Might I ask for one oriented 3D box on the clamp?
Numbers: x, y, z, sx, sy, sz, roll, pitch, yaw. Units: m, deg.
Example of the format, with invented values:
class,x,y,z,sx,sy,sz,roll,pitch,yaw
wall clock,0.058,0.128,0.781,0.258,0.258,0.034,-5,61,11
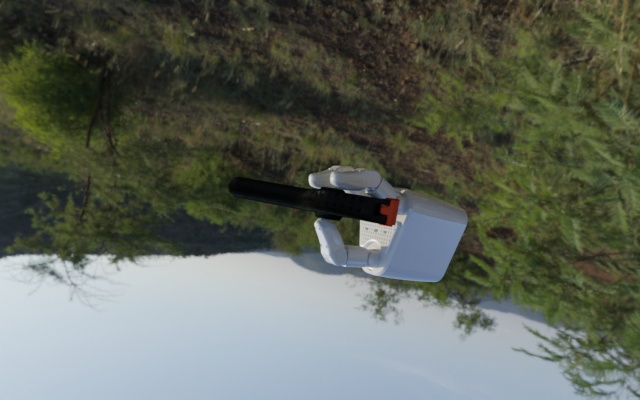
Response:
class,x,y,z,sx,sy,sz,roll,pitch,yaw
clamp,0.000,0.003,0.546,0.164,0.036,0.210,11,-2,-32
